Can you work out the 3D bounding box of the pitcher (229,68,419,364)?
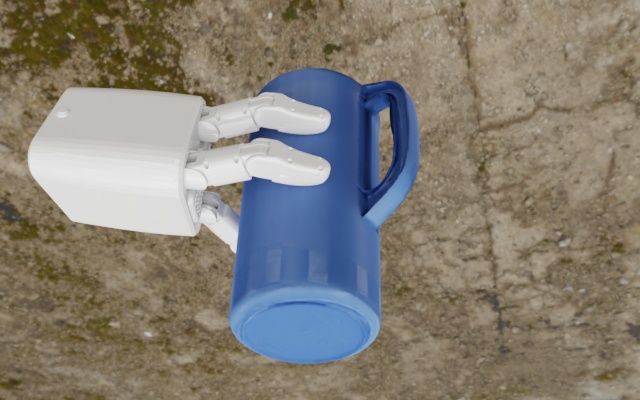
[{"bbox_3d":[0.000,0.001,0.408,0.145,0.242,0.149,8,-43,-7],"label":"pitcher"}]
